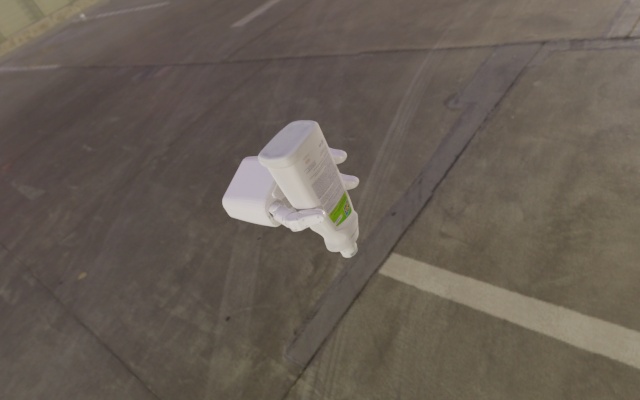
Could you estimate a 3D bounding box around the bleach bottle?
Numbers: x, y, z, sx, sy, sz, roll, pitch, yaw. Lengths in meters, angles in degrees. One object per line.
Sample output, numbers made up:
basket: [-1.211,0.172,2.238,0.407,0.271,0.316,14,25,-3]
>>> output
bleach bottle: [0.000,0.002,0.754,0.068,0.251,0.102,9,48,40]
